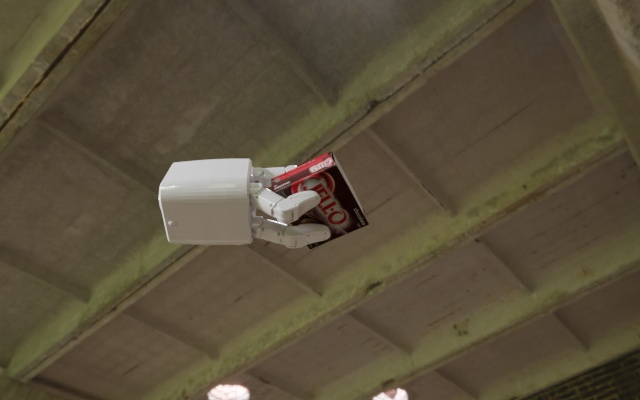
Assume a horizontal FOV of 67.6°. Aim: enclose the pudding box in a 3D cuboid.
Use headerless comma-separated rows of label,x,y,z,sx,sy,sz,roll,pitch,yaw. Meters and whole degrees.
pudding box,0.000,0.002,0.621,0.090,0.114,0.039,-24,39,12
